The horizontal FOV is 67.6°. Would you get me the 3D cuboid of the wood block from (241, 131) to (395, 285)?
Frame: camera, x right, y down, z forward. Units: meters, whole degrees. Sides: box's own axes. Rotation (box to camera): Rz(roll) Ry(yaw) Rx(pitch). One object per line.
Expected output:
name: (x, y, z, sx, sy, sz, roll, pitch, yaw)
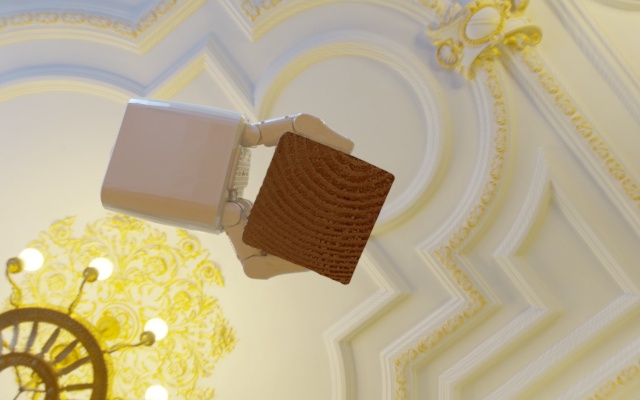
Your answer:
wood block: (0.000, 0.001, 0.448, 0.090, 0.091, 0.206, 22, 3, 0)
